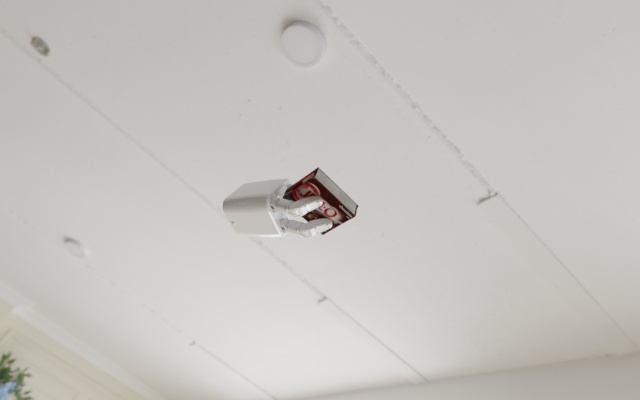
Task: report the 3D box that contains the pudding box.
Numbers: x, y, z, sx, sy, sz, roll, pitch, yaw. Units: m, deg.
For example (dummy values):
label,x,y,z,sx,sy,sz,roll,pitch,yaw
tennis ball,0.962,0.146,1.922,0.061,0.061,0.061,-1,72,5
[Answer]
label,x,y,z,sx,sy,sz,roll,pitch,yaw
pudding box,0.000,0.003,0.889,0.113,0.039,0.090,41,-49,-20
